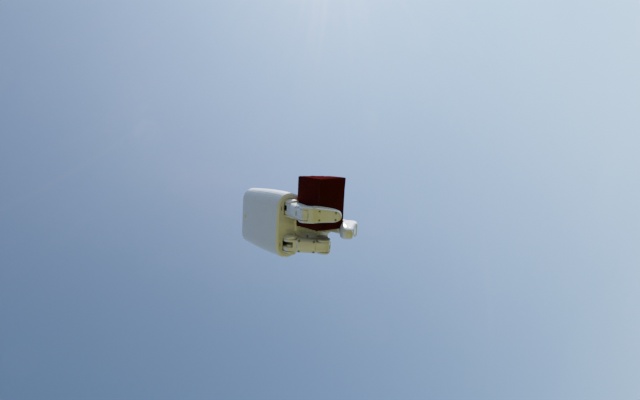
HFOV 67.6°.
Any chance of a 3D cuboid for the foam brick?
[{"bbox_3d":[0.000,0.002,0.711,0.053,0.078,0.051,-3,10,-40],"label":"foam brick"}]
